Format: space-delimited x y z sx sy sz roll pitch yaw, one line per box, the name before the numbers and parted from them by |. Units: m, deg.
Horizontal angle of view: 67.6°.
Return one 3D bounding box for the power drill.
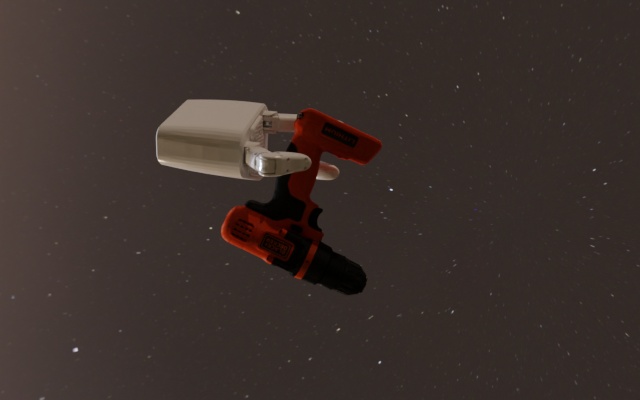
power drill | 0.000 0.001 0.565 0.184 0.187 0.057 26 -1 -6
